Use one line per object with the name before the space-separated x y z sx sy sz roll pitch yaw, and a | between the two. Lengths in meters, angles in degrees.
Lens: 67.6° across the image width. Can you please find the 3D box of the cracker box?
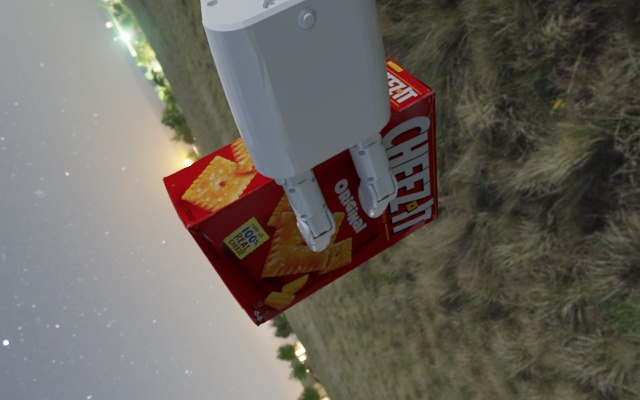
cracker box | 0.000 0.001 0.421 0.213 0.164 0.072 -29 50 -11
